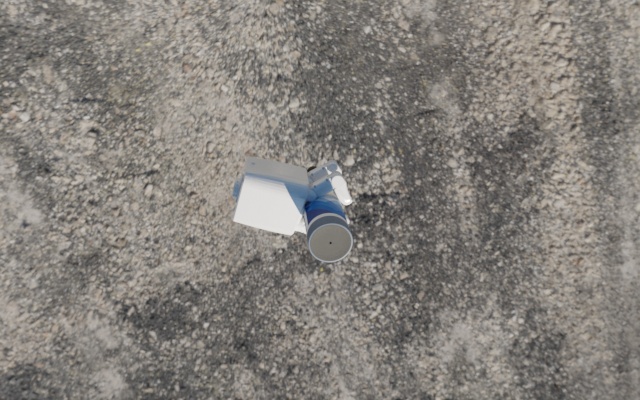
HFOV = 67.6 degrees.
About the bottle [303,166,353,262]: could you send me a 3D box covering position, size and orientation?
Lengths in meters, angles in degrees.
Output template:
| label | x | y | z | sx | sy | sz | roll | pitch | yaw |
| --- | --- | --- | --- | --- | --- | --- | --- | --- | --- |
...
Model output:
| label | x | y | z | sx | sy | sz | roll | pitch | yaw |
| --- | --- | --- | --- | --- | --- | --- | --- | --- | --- |
| bottle | 0.000 | 0.003 | 0.833 | 0.069 | 0.069 | 0.295 | 0 | 24 | -6 |
